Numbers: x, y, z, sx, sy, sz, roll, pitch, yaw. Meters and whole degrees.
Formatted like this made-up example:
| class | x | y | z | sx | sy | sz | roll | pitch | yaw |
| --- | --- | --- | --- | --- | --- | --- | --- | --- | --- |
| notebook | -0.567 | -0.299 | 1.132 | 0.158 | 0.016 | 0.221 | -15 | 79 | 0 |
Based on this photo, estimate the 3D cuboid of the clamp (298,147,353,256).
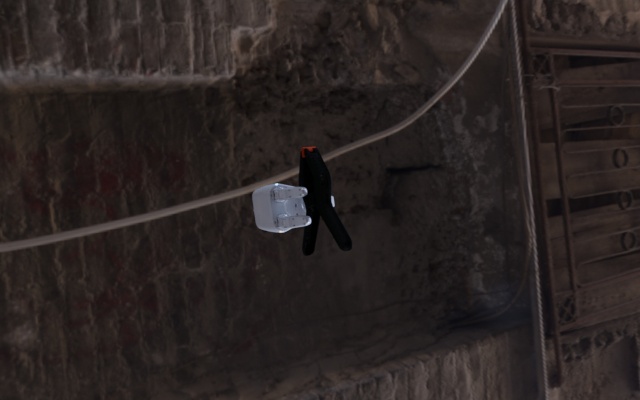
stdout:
| class | x | y | z | sx | sy | sz | roll | pitch | yaw |
| --- | --- | --- | --- | --- | --- | --- | --- | --- | --- |
| clamp | 0.001 | 0.002 | 0.884 | 0.036 | 0.210 | 0.164 | -7 | 2 | -30 |
